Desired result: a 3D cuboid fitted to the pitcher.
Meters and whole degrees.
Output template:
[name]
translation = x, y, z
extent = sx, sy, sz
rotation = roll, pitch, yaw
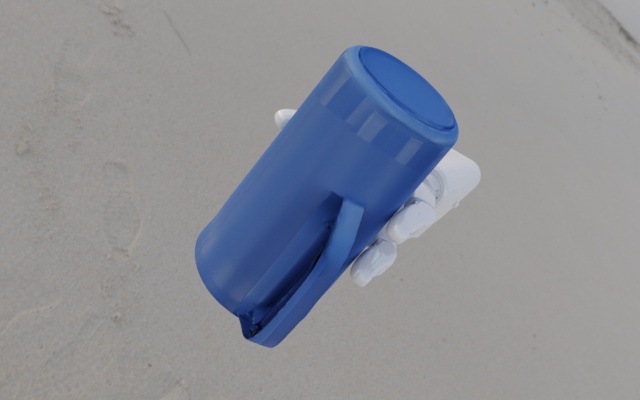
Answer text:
[pitcher]
translation = 0.000, 0.001, 0.407
extent = 0.145, 0.149, 0.243
rotation = -12, -31, -51
